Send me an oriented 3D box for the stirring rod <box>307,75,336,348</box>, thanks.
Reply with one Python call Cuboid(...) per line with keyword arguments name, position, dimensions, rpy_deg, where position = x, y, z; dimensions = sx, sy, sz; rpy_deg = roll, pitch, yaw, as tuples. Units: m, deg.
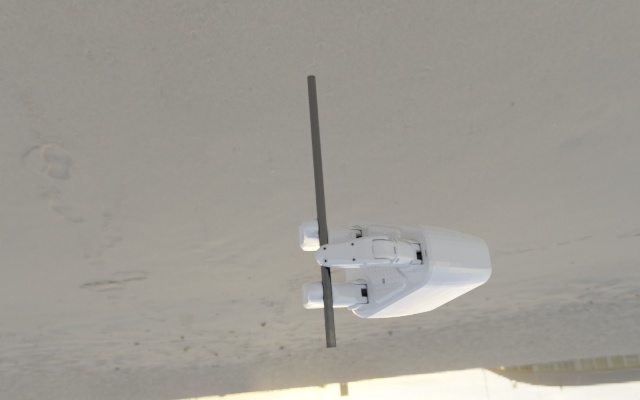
Cuboid(name="stirring rod", position=(0.000, 0.001, 0.411), dimensions=(0.011, 0.239, 0.011), rpy_deg=(-4, -15, -1))
